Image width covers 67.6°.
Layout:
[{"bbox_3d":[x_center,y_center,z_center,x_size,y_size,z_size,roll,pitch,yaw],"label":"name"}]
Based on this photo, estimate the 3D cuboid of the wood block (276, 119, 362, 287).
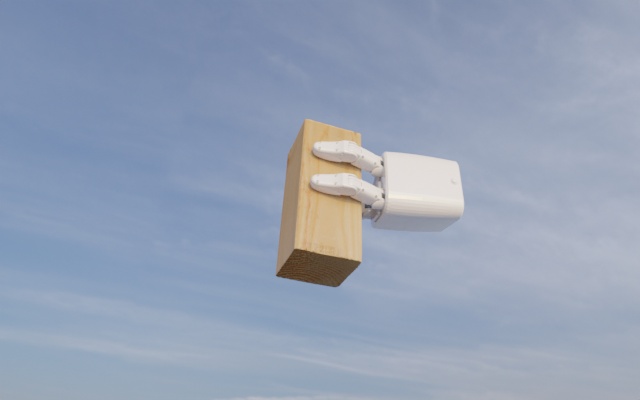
[{"bbox_3d":[0.000,0.002,0.660,0.090,0.206,0.091,13,-35,-14],"label":"wood block"}]
